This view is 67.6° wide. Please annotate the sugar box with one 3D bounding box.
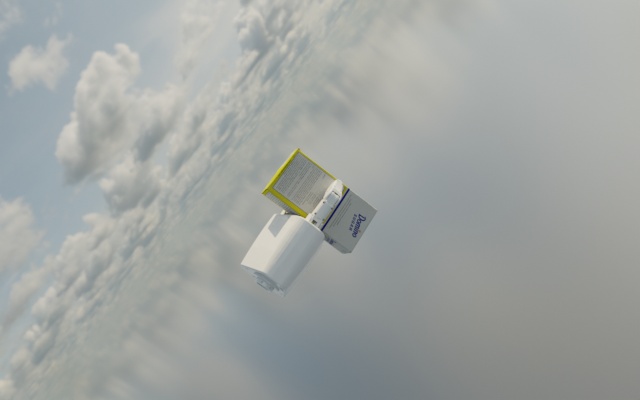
[{"bbox_3d":[0.000,0.003,0.805,0.176,0.093,0.048,39,-20,-10],"label":"sugar box"}]
